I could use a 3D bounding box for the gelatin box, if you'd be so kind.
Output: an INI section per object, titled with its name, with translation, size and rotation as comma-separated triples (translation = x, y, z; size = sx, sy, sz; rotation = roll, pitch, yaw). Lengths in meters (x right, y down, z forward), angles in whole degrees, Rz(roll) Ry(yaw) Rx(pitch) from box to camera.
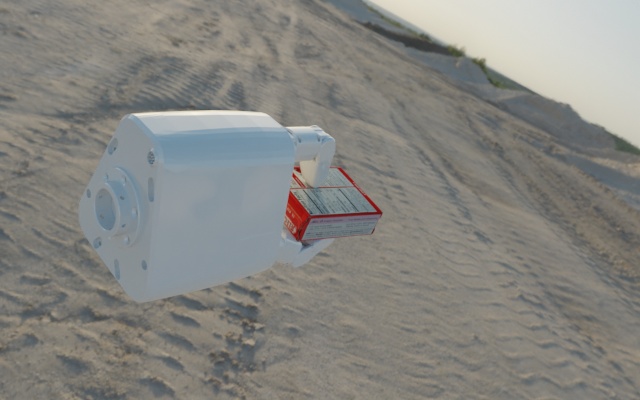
[gelatin box]
translation = 0.000, 0.001, 0.431
size = 0.089, 0.030, 0.073
rotation = -3, 39, -38
